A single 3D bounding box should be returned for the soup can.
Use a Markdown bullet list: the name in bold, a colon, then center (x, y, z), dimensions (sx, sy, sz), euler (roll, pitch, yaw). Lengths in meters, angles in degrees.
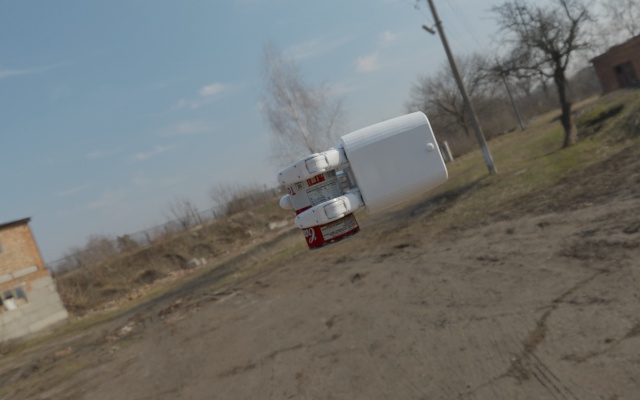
- **soup can**: center (0.000, 0.002, 0.590), dimensions (0.068, 0.102, 0.068), euler (-21, 1, 0)
